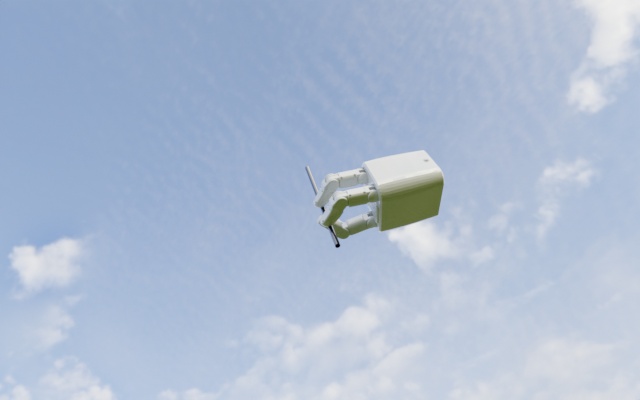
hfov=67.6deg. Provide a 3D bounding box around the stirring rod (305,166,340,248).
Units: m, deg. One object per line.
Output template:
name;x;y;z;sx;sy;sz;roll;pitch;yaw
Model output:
stirring rod;0.000;0.003;0.797;0.011;0.011;0.239;0;32;-14
